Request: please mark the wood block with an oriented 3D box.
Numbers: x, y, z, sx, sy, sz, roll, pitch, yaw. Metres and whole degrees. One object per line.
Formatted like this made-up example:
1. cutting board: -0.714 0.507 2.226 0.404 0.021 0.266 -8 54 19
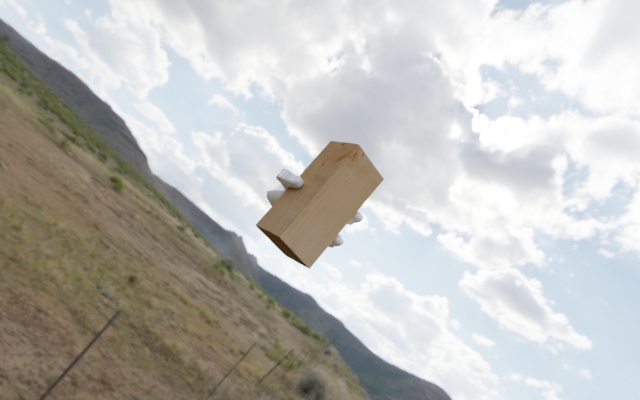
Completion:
1. wood block: 0.000 0.002 0.826 0.091 0.206 0.090 49 -17 -31
